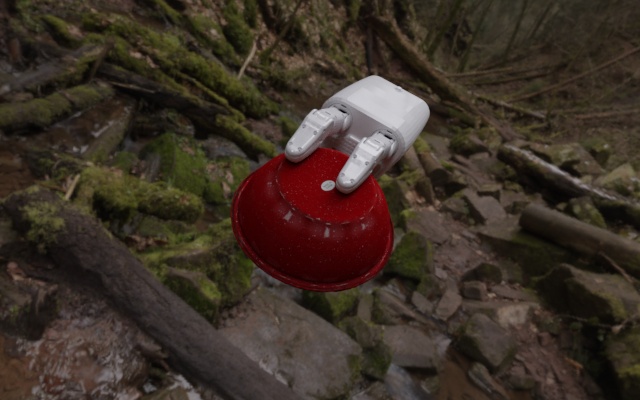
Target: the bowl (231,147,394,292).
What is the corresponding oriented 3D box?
[{"bbox_3d":[0.000,0.002,0.443,0.162,0.162,0.055,0,-39,-17],"label":"bowl"}]
